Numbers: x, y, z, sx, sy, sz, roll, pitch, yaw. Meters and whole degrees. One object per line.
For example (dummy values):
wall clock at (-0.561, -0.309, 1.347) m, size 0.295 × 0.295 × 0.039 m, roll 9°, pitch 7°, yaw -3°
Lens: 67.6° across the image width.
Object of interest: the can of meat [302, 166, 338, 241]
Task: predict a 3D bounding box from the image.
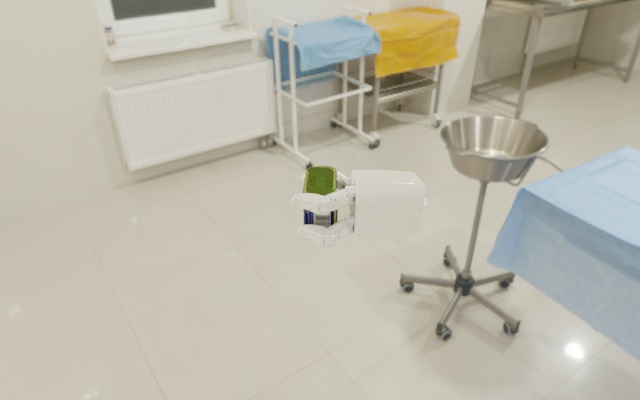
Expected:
can of meat at (0.000, 0.002, 0.776) m, size 0.057 × 0.084 × 0.102 m, roll 1°, pitch 33°, yaw 2°
